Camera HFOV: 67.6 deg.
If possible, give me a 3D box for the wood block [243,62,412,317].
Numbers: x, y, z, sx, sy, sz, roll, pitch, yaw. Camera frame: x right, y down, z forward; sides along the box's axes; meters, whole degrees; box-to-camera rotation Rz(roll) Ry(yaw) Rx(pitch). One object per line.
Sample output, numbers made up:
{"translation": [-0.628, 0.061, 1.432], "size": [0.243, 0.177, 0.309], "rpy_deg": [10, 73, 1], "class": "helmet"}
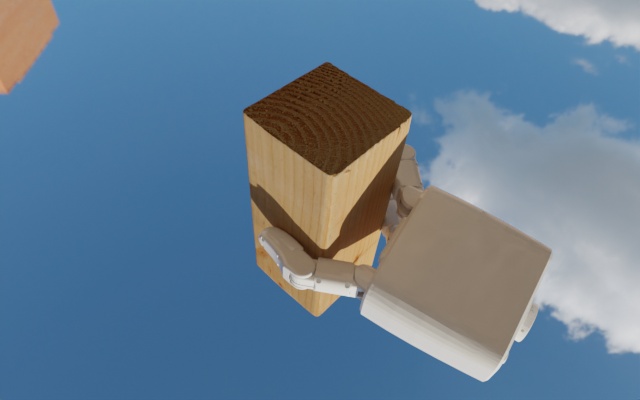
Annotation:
{"translation": [0.000, 0.002, 0.418], "size": [0.090, 0.206, 0.090], "rpy_deg": [38, 58, 24], "class": "wood block"}
